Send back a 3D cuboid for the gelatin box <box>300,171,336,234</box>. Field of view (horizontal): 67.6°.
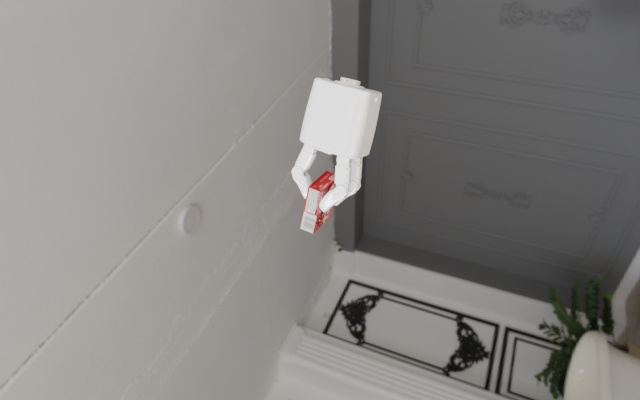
[{"bbox_3d":[0.000,0.003,0.822,0.030,0.089,0.073,23,31,16],"label":"gelatin box"}]
